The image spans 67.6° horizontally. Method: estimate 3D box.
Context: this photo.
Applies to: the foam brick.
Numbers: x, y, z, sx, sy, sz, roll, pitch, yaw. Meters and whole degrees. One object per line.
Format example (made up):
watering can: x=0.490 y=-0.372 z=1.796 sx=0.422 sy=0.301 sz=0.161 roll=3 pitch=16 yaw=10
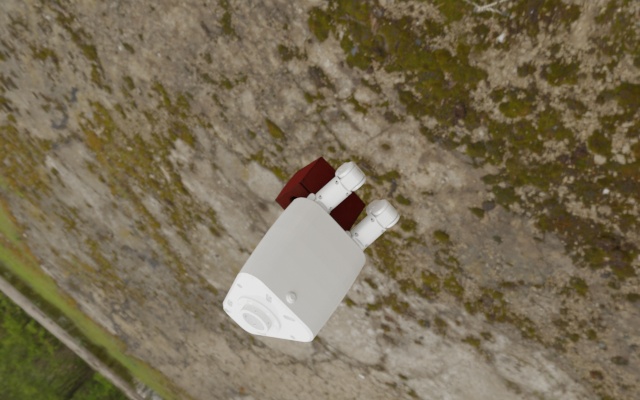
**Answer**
foam brick: x=0.000 y=0.001 z=0.528 sx=0.053 sy=0.078 sz=0.051 roll=-30 pitch=17 yaw=49
